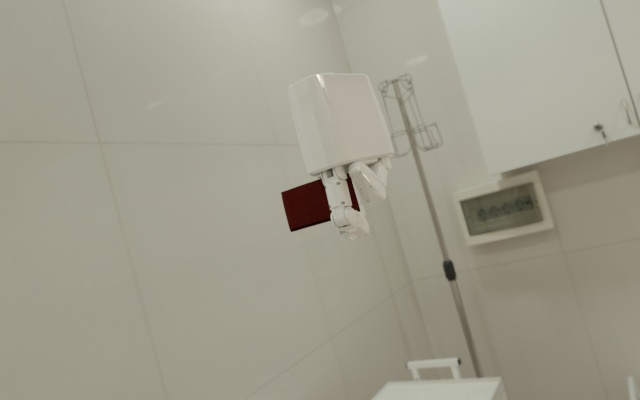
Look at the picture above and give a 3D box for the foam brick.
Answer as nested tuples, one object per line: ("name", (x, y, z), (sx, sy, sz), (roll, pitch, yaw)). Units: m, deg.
("foam brick", (0.000, 0.002, 0.591), (0.078, 0.051, 0.053), (-18, -2, 30))
